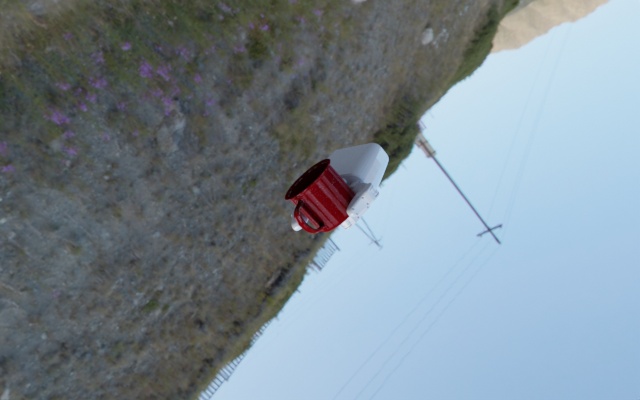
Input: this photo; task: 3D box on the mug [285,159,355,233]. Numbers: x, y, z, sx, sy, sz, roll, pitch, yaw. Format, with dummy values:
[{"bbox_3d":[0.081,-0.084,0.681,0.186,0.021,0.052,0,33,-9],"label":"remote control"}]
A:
[{"bbox_3d":[0.000,0.003,0.741,0.093,0.081,0.117,-27,22,43],"label":"mug"}]
